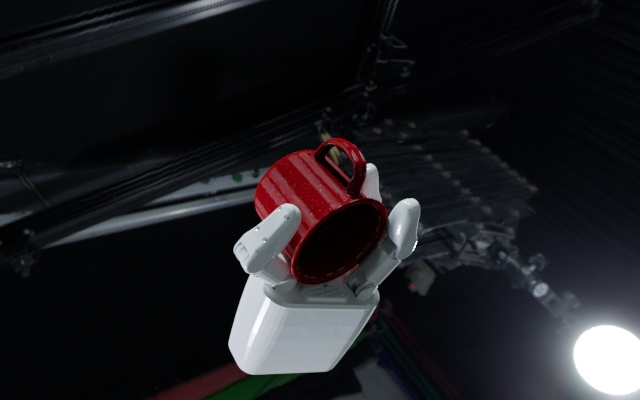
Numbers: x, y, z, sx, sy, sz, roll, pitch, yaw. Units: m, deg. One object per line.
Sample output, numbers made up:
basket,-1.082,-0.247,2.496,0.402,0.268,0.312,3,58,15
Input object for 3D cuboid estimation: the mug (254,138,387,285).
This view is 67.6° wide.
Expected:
mug,0.000,0.000,0.402,0.093,0.117,0.081,-5,42,-39
